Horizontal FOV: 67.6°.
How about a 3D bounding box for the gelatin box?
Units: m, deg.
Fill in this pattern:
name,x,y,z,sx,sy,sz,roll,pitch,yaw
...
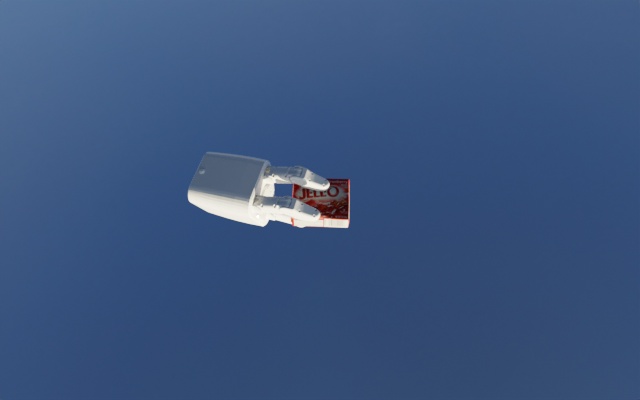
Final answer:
name,x,y,z,sx,sy,sz,roll,pitch,yaw
gelatin box,0.000,0.003,0.740,0.089,0.073,0.030,2,-30,1
